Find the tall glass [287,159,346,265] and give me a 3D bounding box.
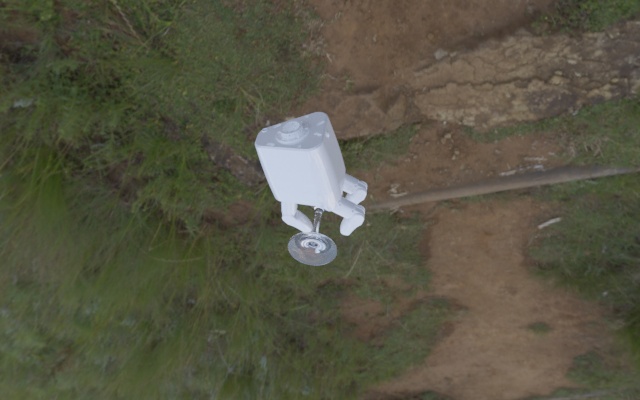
[{"bbox_3d":[0.000,0.003,0.771,0.079,0.079,0.200,0,44,10],"label":"tall glass"}]
